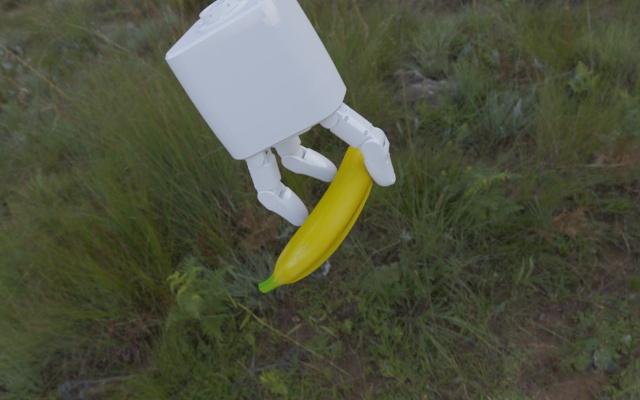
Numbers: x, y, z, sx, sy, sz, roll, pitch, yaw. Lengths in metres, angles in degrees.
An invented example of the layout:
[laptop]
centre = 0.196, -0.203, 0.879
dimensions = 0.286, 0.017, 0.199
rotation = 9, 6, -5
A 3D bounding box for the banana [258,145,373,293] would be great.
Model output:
[banana]
centre = 0.010, 0.005, 0.456
dimensions = 0.069, 0.197, 0.037
rotation = 3, -41, 50
